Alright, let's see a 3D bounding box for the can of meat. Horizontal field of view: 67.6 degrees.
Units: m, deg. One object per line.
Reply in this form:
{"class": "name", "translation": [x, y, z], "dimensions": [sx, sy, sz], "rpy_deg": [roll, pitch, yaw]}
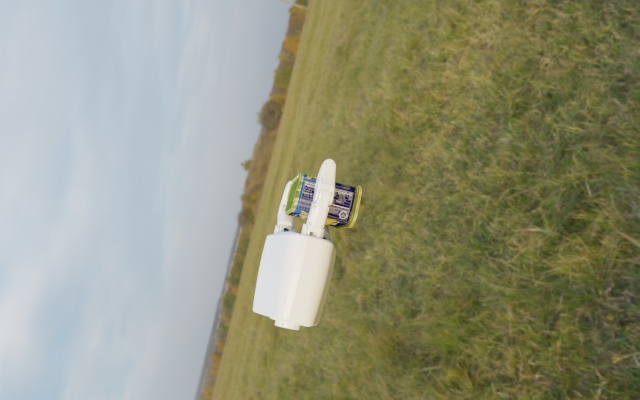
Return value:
{"class": "can of meat", "translation": [0.000, 0.002, 0.652], "dimensions": [0.084, 0.057, 0.102], "rpy_deg": [14, -9, -9]}
